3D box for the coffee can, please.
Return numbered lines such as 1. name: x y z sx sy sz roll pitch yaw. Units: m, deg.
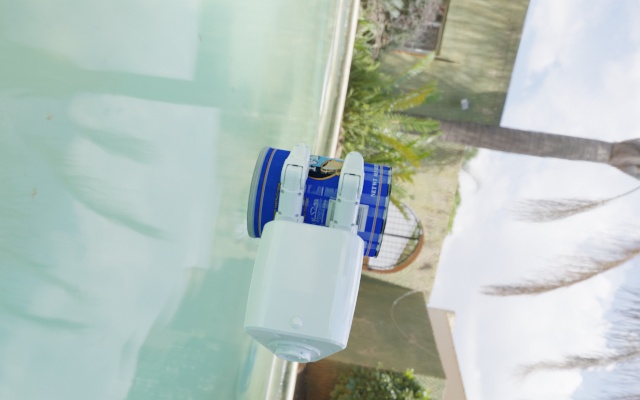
1. coffee can: 0.000 0.002 0.524 0.140 0.103 0.103 9 0 3
